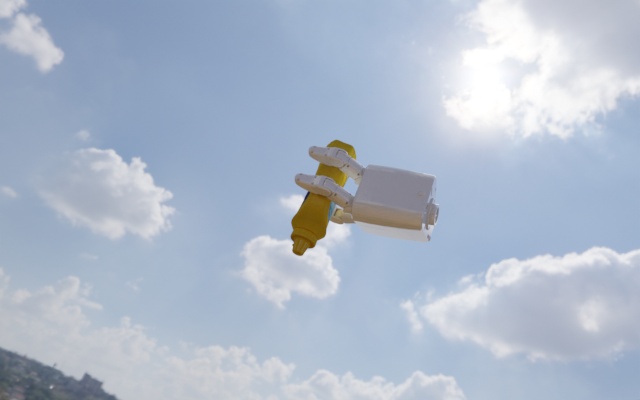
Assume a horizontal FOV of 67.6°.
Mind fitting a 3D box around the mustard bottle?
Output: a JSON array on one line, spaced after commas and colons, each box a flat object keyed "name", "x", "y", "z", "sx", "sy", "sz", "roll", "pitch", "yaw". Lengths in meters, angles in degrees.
[{"name": "mustard bottle", "x": 0.000, "y": 0.002, "z": 0.755, "sx": 0.058, "sy": 0.191, "sz": 0.096, "roll": 23, "pitch": -29, "yaw": 1}]
